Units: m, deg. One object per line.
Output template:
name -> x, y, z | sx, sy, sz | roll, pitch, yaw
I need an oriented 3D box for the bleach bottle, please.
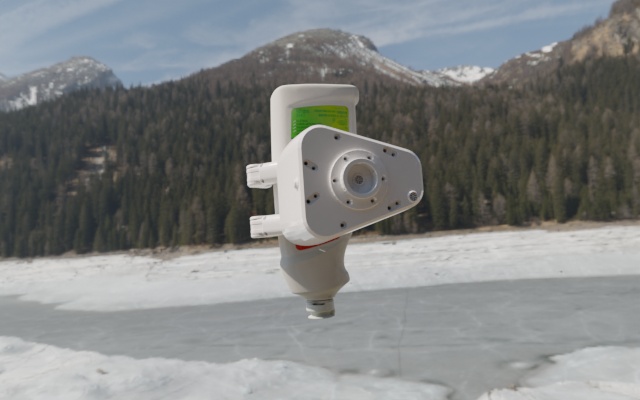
bleach bottle -> 0.000, 0.002, 0.532 | 0.102, 0.251, 0.068 | -3, -5, -14
